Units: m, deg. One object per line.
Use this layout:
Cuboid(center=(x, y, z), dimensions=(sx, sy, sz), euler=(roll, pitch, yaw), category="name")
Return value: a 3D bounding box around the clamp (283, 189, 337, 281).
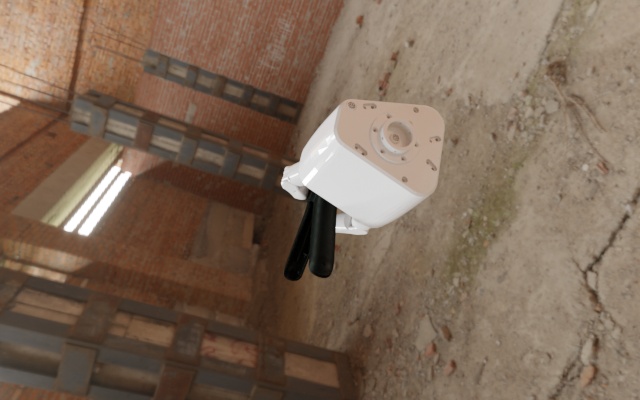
Cuboid(center=(0.000, 0.001, 0.578), dimensions=(0.036, 0.210, 0.164), euler=(17, -21, -12), category="clamp")
